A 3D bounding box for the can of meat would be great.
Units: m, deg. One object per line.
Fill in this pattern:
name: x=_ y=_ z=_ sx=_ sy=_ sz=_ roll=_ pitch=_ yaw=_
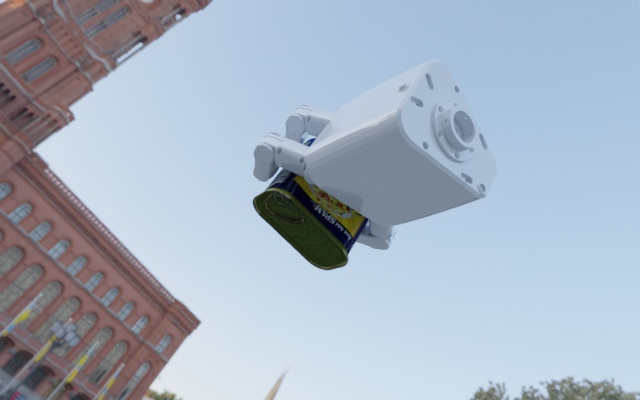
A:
can of meat: x=0.000 y=0.001 z=0.459 sx=0.057 sy=0.102 sz=0.084 roll=-26 pitch=24 yaw=52
